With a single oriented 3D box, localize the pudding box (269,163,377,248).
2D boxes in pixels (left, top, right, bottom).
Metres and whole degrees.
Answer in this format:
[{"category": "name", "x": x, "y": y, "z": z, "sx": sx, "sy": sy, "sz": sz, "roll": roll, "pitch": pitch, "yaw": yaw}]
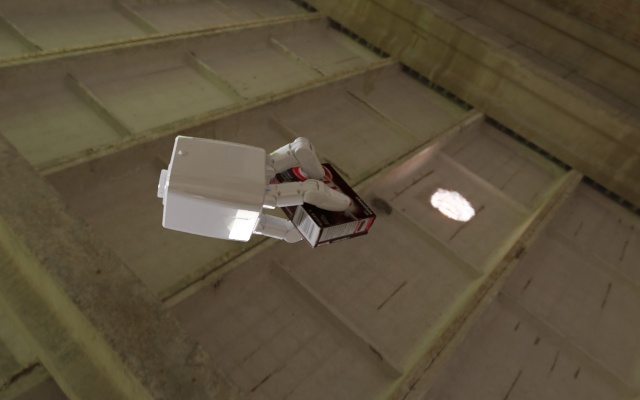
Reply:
[{"category": "pudding box", "x": 0.000, "y": 0.002, "z": 0.596, "sx": 0.090, "sy": 0.039, "sz": 0.113, "roll": -11, "pitch": 49, "yaw": -36}]
